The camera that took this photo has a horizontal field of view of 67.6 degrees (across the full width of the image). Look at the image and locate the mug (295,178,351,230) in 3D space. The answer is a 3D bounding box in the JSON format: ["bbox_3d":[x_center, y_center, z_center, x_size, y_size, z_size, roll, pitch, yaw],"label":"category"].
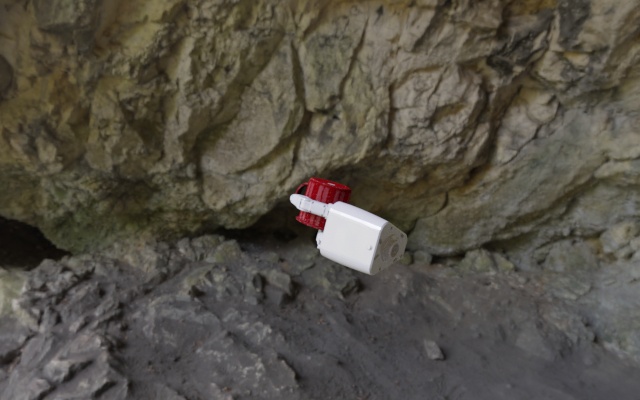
[{"bbox_3d":[-0.001,0.002,0.896,0.117,0.081,0.093,21,10,36],"label":"mug"}]
